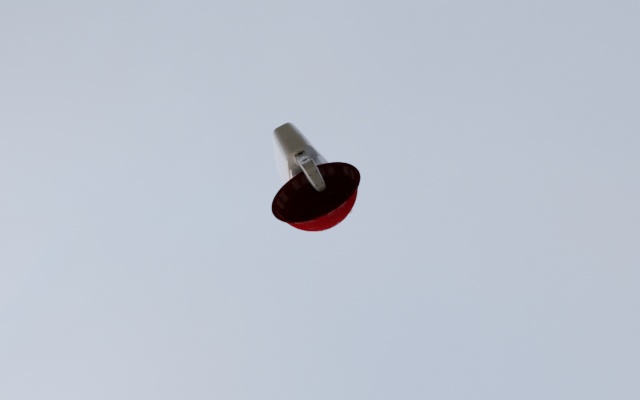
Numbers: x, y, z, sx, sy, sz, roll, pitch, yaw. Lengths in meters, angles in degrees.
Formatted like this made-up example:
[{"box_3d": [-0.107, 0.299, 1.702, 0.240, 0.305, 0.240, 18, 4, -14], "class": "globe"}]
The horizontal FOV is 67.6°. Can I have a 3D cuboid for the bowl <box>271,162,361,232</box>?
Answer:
[{"box_3d": [0.000, 0.004, 0.813, 0.162, 0.055, 0.162, -18, 32, 12], "class": "bowl"}]
